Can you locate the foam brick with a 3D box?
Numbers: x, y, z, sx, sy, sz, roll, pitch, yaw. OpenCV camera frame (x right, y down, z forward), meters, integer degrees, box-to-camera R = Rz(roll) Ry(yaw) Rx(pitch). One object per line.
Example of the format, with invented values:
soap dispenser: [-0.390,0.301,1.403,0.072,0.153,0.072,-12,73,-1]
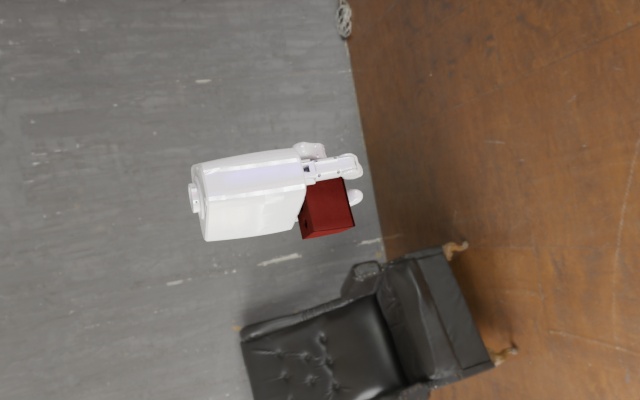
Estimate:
foam brick: [0.000,0.002,0.560,0.051,0.078,0.053,-10,-11,-20]
